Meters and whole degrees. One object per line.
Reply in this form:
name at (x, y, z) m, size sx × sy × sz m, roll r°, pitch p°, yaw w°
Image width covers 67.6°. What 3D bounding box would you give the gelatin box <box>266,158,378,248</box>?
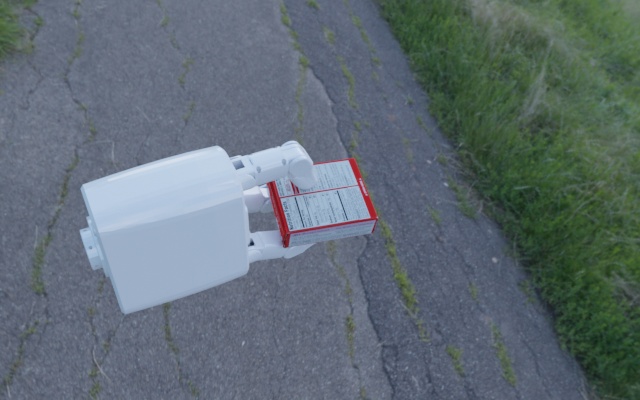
gelatin box at (0.000, 0.001, 0.448) m, size 0.089 × 0.073 × 0.030 m, roll -9°, pitch -33°, yaw -14°
